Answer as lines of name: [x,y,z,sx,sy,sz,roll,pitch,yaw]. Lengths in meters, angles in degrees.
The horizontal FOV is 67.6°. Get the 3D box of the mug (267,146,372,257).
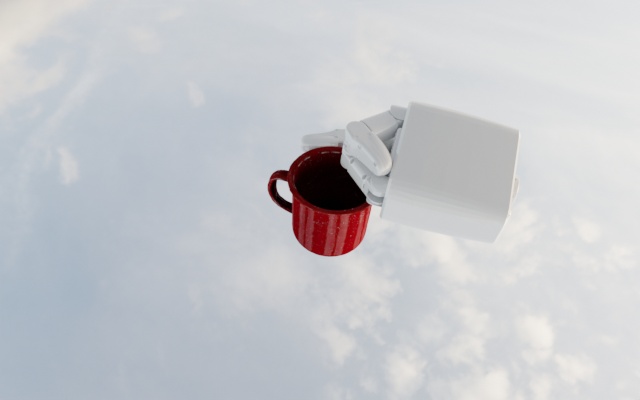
mug: [-0.001,0.001,0.498,0.117,0.093,0.082,14,-41,8]
